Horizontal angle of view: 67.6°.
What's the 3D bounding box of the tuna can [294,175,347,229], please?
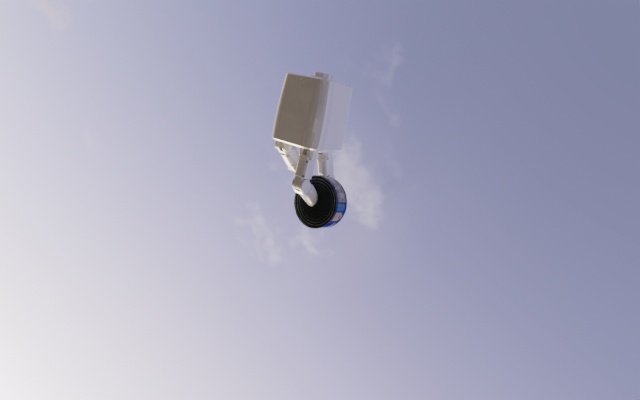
[{"bbox_3d":[0.000,0.003,0.779,0.086,0.086,0.034,0,-1,37],"label":"tuna can"}]
